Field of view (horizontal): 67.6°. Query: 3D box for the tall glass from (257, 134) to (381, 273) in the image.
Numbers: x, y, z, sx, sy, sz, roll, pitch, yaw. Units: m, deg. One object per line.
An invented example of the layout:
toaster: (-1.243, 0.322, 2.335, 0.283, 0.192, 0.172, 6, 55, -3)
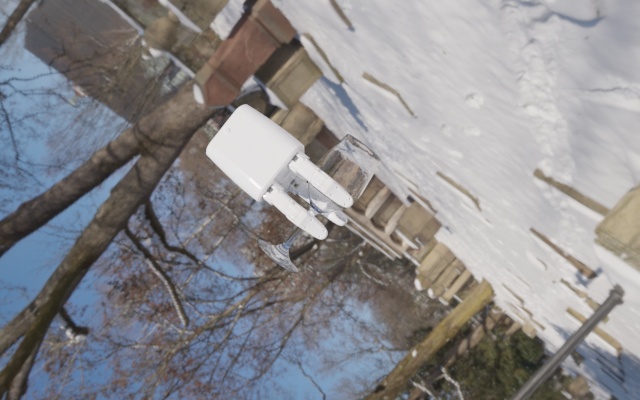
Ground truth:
tall glass: (0.000, 0.003, 0.680, 0.079, 0.201, 0.079, 39, 2, -2)
